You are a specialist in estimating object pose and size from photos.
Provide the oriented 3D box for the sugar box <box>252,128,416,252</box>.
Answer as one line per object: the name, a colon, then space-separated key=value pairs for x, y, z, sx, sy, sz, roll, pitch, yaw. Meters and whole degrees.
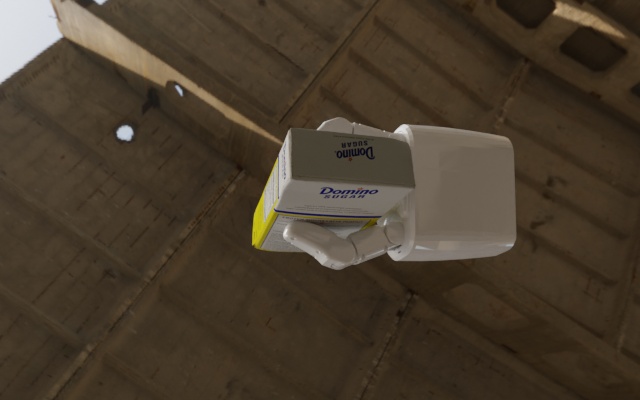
sugar box: x=0.000 y=0.001 z=0.406 sx=0.093 sy=0.048 sz=0.176 roll=4 pitch=-24 yaw=-16
